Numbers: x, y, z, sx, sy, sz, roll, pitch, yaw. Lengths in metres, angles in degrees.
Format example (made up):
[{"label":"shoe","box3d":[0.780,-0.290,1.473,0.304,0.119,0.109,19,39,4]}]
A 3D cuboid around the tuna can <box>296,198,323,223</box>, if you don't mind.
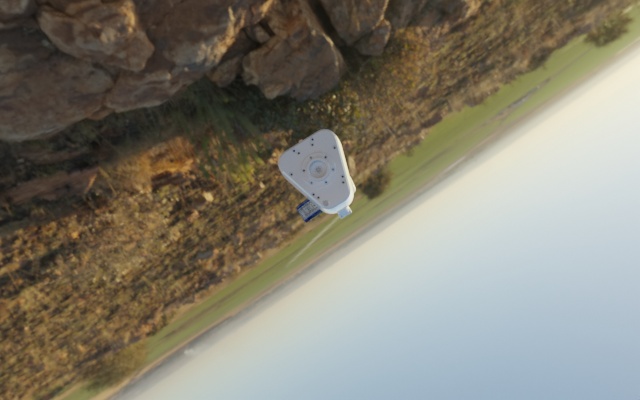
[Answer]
[{"label":"tuna can","box3d":[0.000,0.003,0.843,0.086,0.034,0.086,-34,-2,-1]}]
